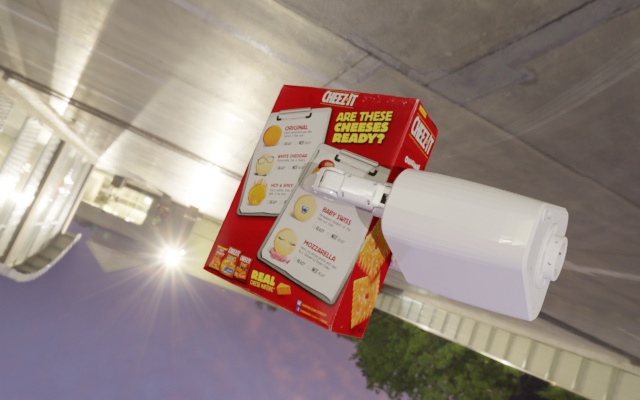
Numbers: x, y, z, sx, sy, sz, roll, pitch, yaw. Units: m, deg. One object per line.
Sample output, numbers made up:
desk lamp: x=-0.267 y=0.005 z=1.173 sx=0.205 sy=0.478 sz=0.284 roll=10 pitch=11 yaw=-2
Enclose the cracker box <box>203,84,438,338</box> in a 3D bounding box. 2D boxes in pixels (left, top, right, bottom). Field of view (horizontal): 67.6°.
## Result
cracker box: x=0.000 y=0.002 z=0.470 sx=0.164 sy=0.213 sz=0.072 roll=16 pitch=-11 yaw=35
